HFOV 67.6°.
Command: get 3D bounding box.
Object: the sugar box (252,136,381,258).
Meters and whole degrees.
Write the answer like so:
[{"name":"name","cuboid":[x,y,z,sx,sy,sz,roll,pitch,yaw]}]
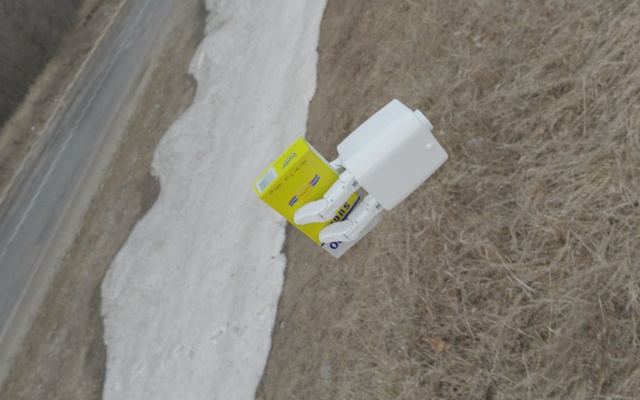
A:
[{"name":"sugar box","cuboid":[0.000,0.002,0.659,0.176,0.093,0.048,41,11,-36]}]
